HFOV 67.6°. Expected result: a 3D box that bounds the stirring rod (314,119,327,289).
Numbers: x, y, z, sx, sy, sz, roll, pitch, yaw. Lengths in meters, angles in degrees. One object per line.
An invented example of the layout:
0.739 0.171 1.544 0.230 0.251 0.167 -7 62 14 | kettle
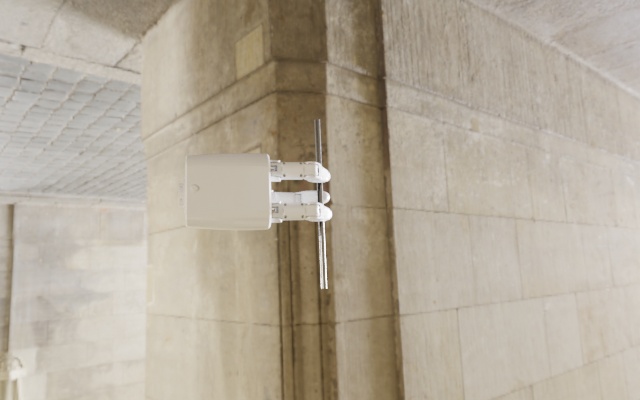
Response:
0.000 0.002 0.674 0.011 0.239 0.011 -2 -9 0 | stirring rod
